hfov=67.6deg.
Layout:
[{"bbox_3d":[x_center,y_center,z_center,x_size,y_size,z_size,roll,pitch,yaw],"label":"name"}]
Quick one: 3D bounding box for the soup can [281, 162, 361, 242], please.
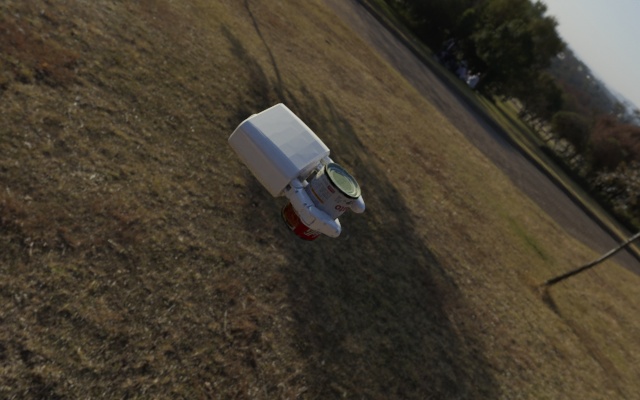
[{"bbox_3d":[0.001,0.002,0.687,0.102,0.068,0.068,-44,-24,27],"label":"soup can"}]
